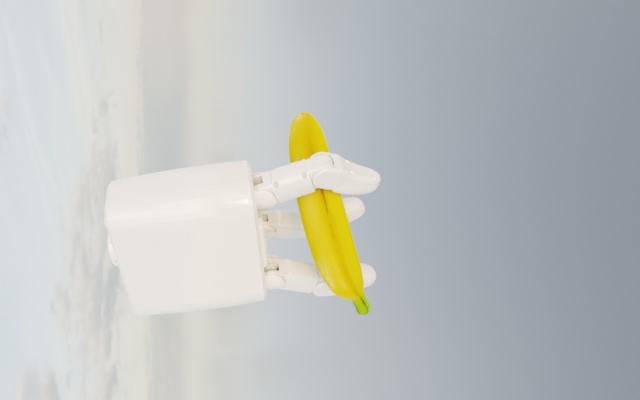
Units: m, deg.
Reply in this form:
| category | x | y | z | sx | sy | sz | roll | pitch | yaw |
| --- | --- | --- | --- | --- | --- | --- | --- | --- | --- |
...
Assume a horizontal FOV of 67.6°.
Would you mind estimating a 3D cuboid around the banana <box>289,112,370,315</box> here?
| category | x | y | z | sx | sy | sz | roll | pitch | yaw |
| --- | --- | --- | --- | --- | --- | --- | --- | --- | --- |
| banana | -0.001 | -0.002 | 0.404 | 0.037 | 0.197 | 0.070 | -15 | -20 | 0 |
